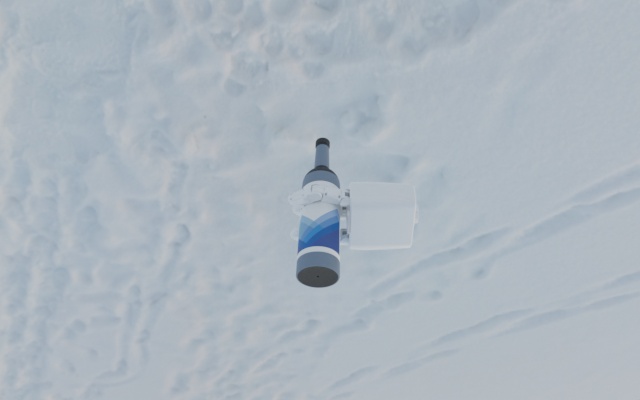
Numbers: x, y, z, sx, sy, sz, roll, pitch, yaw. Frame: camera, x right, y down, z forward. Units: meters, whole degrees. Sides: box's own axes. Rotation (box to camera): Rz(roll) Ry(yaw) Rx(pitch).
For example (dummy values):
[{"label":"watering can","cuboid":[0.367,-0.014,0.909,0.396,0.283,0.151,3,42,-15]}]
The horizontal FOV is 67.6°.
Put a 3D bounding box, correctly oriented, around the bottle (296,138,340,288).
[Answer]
[{"label":"bottle","cuboid":[0.000,0.003,0.811,0.069,0.295,0.069,1,-40,1]}]
